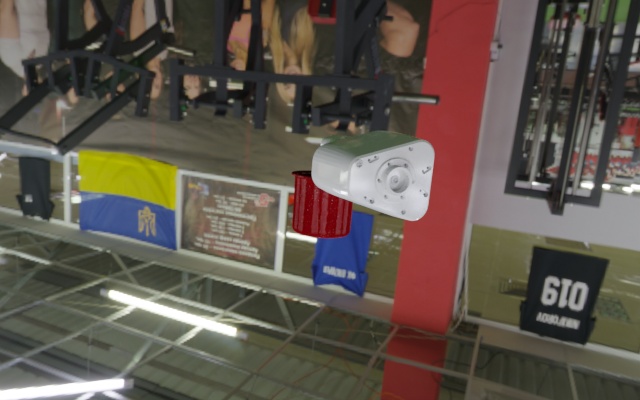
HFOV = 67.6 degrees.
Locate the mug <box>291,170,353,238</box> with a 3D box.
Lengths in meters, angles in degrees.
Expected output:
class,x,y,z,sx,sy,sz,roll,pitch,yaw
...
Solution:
class,x,y,z,sx,sy,sz,roll,pitch,yaw
mug,0.000,0.002,0.671,0.093,0.081,0.117,1,10,-18
